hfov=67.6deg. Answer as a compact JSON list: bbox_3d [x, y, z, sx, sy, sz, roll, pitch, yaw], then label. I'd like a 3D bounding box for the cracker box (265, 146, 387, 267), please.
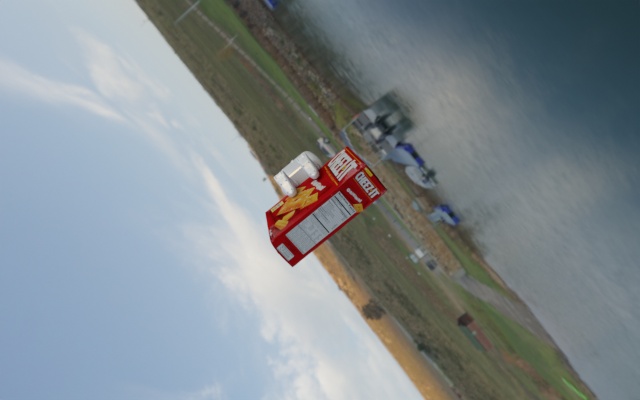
[{"bbox_3d":[0.000,0.003,0.878,0.214,0.072,0.164,-40,19,5],"label":"cracker box"}]
